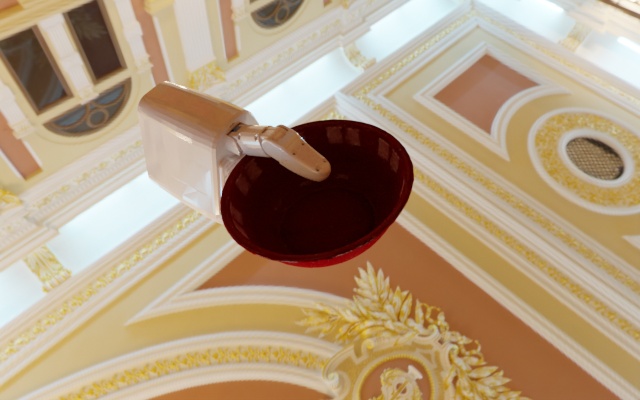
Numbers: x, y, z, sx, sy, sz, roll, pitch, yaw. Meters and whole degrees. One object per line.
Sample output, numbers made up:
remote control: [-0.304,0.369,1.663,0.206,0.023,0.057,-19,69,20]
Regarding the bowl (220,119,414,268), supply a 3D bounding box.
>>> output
bowl: [0.001,0.002,0.408,0.162,0.162,0.055,0,-43,17]
